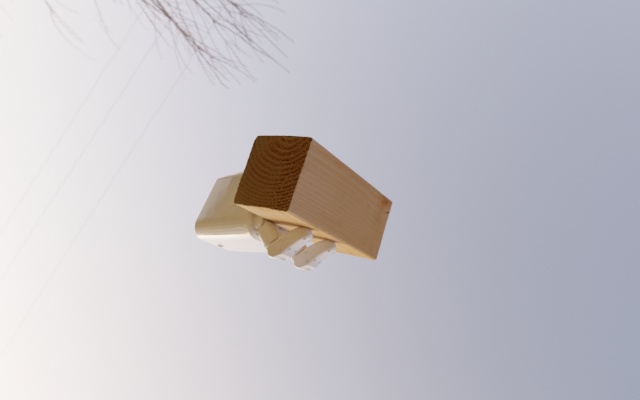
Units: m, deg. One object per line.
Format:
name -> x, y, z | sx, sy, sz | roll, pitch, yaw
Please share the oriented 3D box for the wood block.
wood block -> 0.000, 0.002, 0.618 | 0.090, 0.091, 0.206 | 7, -15, 37
